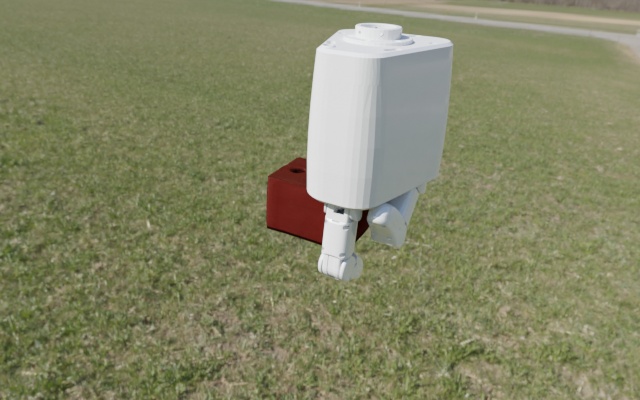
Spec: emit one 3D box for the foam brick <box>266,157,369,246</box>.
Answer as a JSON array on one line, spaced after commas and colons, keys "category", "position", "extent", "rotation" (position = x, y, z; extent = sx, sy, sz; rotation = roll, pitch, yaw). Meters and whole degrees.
[{"category": "foam brick", "position": [0.000, 0.001, 0.404], "extent": [0.078, 0.051, 0.053], "rotation": [15, 31, 24]}]
